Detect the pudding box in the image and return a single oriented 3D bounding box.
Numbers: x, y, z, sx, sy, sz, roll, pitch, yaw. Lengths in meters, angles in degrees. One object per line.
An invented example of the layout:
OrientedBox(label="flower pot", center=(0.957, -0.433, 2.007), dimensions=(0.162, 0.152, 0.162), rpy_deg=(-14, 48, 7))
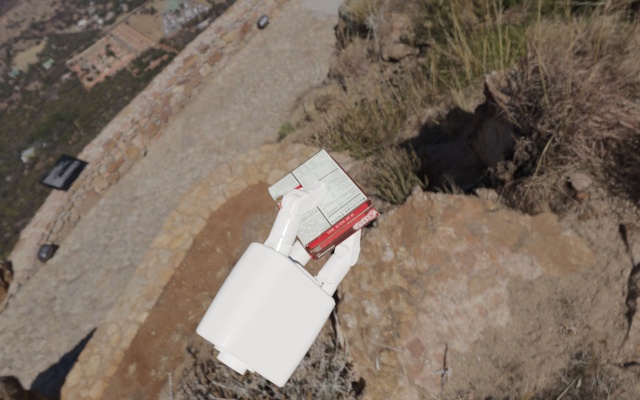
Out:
OrientedBox(label="pudding box", center=(0.000, 0.002, 0.549), dimensions=(0.090, 0.113, 0.039), rpy_deg=(-35, -41, -2))
